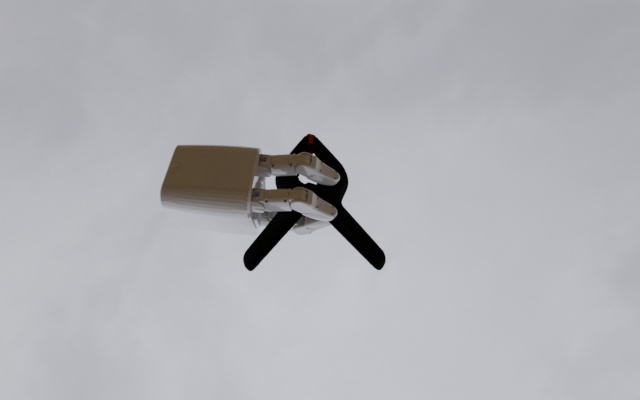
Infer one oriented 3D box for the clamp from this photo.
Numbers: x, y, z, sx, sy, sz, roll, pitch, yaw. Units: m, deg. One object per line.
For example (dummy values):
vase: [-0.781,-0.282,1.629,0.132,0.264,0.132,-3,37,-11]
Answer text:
clamp: [0.000,0.002,0.605,0.164,0.209,0.036,6,-37,-1]
